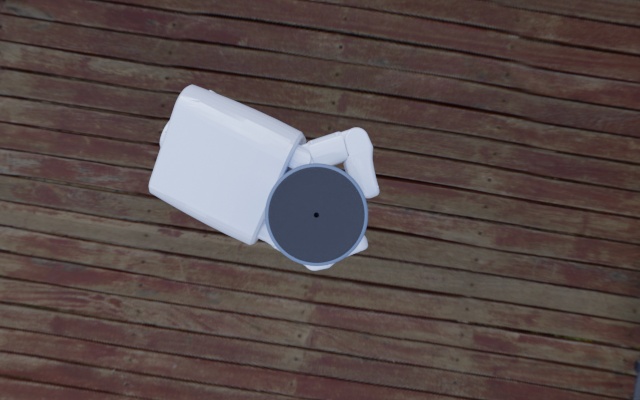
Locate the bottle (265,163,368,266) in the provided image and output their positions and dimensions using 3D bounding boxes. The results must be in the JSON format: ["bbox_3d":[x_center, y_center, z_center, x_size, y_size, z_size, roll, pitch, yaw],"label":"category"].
[{"bbox_3d":[0.000,0.002,0.451,0.069,0.069,0.295,0,3,1],"label":"bottle"}]
